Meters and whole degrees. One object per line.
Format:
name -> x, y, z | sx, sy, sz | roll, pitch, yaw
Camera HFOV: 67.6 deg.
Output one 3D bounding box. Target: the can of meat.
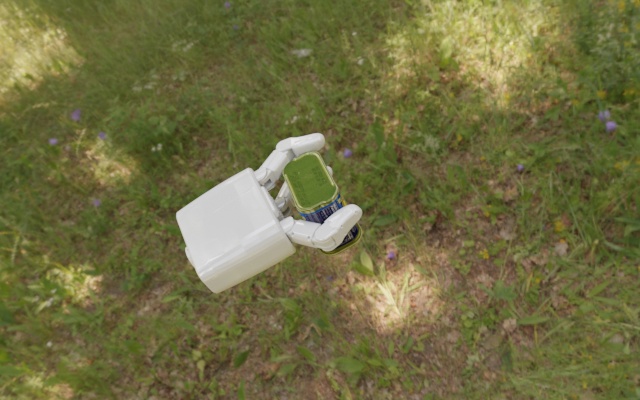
can of meat -> 0.000, 0.002, 0.573 | 0.057, 0.084, 0.102 | -28, 43, 1
